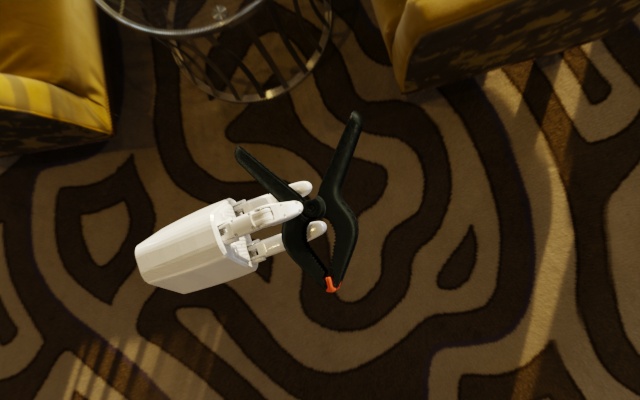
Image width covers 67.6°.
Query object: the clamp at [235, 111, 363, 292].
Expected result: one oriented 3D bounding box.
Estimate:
[{"bbox_3d":[0.000,0.002,0.572,0.164,0.210,0.036,-22,-8,12],"label":"clamp"}]
